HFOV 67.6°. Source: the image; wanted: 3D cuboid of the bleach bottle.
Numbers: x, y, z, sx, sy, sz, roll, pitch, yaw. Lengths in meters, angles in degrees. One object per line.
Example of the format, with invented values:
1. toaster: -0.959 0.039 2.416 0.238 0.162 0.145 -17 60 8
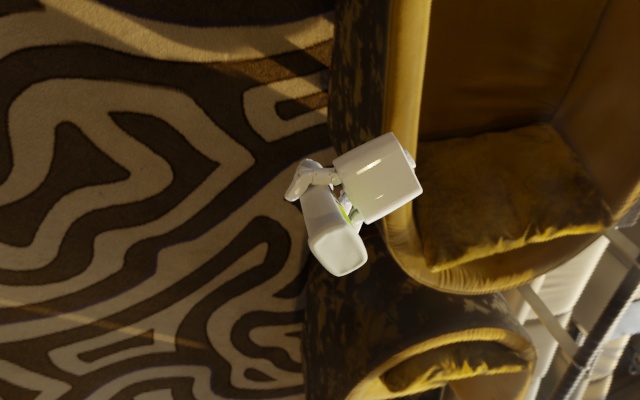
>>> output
1. bleach bottle: 0.000 0.003 0.778 0.068 0.103 0.250 -29 39 6
